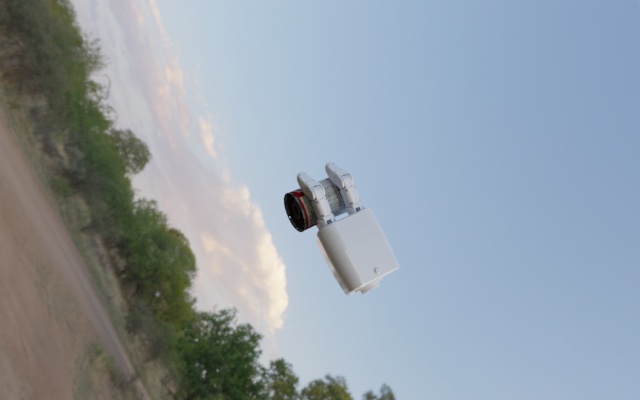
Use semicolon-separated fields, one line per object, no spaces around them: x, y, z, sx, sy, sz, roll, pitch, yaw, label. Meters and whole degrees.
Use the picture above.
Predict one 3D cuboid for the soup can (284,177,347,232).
0.000;0.002;0.785;0.102;0.068;0.068;-22;10;-25;soup can
